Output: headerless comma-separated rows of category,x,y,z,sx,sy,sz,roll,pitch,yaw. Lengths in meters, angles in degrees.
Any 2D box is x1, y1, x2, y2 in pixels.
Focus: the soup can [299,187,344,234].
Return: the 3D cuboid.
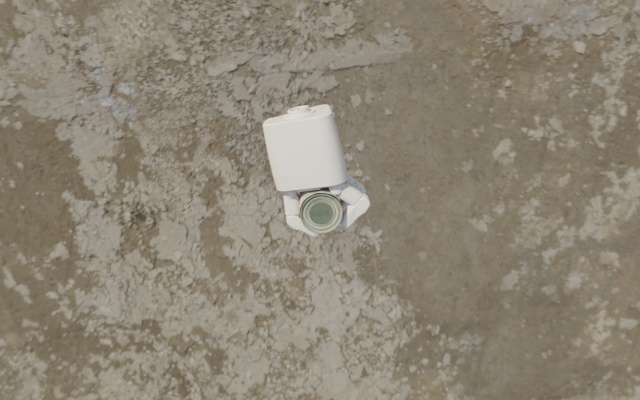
soup can,0.000,0.003,0.757,0.068,0.068,0.102,0,20,-2
